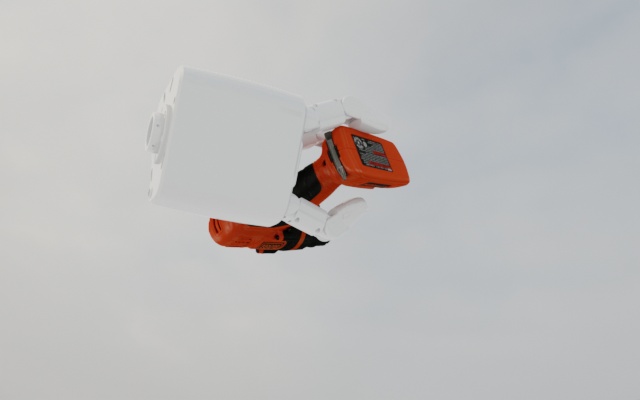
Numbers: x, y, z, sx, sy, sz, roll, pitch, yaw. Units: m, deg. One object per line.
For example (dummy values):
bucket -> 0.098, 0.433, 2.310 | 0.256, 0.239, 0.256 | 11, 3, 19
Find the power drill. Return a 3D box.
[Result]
power drill -> 0.000, 0.001, 0.517 | 0.188, 0.057, 0.184 | -35, -24, 32
